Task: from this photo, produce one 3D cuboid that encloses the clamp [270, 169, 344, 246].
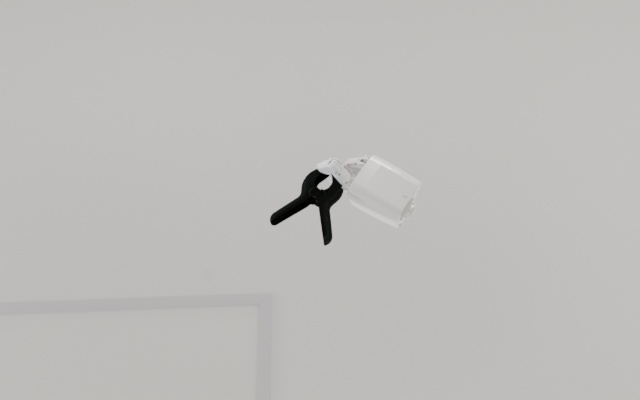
[{"bbox_3d":[0.000,0.003,0.883,0.120,0.171,0.039,31,-22,15],"label":"clamp"}]
